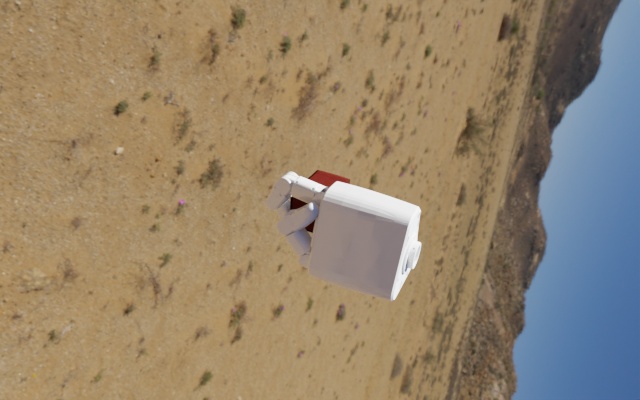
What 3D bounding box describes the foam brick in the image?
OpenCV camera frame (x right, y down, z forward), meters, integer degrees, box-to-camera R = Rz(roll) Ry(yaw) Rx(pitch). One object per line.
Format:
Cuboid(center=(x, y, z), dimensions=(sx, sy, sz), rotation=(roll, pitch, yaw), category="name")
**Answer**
Cuboid(center=(0.000, 0.002, 0.628), dimensions=(0.051, 0.053, 0.078), rotation=(15, 31, 21), category="foam brick")
